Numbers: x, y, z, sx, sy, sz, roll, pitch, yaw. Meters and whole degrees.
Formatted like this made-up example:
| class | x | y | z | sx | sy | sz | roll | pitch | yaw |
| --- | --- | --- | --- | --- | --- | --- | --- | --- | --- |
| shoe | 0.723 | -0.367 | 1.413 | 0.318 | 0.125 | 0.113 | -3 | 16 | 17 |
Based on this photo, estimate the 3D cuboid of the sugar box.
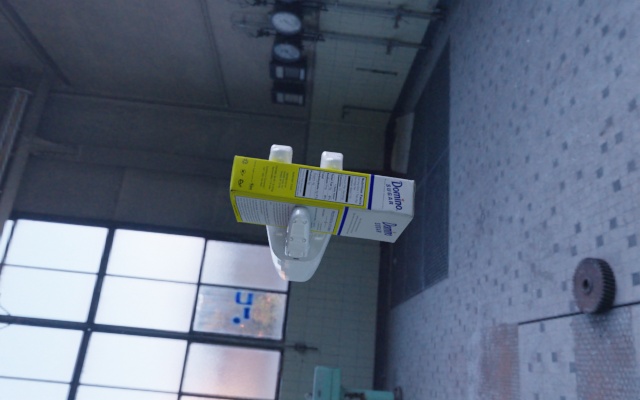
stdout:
| class | x | y | z | sx | sy | sz | roll | pitch | yaw |
| --- | --- | --- | --- | --- | --- | --- | --- | --- | --- |
| sugar box | 0.000 | 0.001 | 0.491 | 0.176 | 0.048 | 0.093 | 6 | -20 | -2 |
